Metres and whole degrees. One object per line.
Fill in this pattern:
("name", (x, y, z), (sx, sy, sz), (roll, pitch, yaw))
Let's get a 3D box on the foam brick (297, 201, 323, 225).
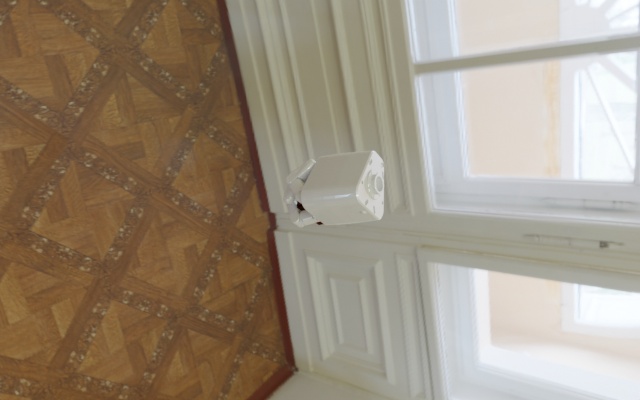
("foam brick", (0.000, 0.003, 0.871), (0.051, 0.053, 0.078), (-14, -34, 29))
